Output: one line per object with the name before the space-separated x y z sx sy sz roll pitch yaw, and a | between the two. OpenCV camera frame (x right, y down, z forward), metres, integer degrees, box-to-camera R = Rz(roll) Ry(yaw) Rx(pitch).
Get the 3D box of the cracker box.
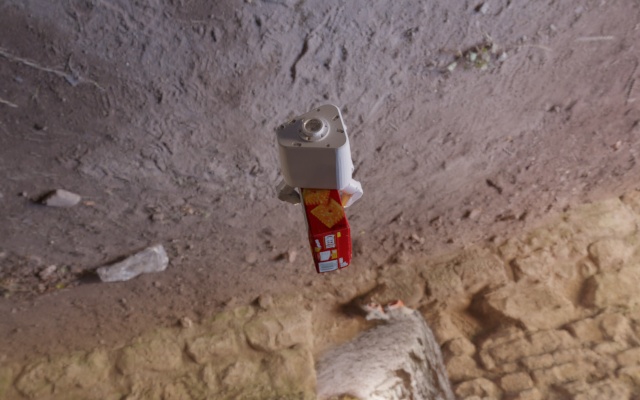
cracker box | 0.000 0.003 0.879 0.072 0.213 0.164 -12 -31 -3
